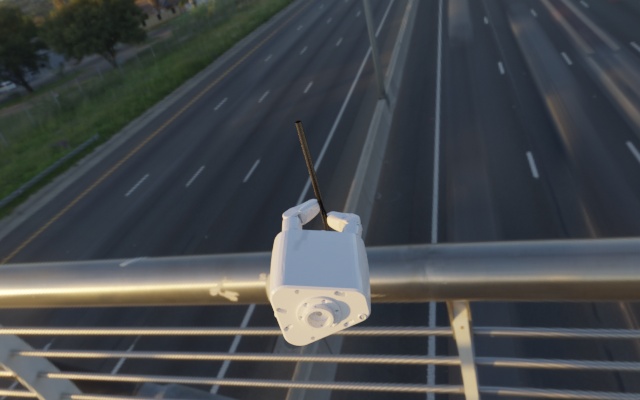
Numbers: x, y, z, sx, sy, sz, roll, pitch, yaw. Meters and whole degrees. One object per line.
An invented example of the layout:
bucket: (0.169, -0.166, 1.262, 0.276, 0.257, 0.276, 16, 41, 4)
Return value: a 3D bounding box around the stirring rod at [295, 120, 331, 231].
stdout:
stirring rod: (0.000, 0.002, 0.659, 0.011, 0.240, 0.011, -12, 30, 7)
